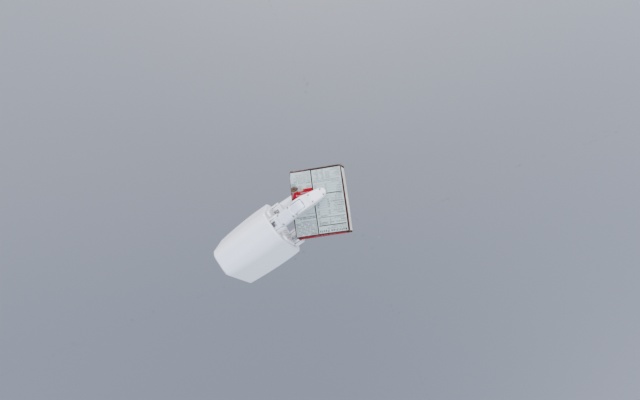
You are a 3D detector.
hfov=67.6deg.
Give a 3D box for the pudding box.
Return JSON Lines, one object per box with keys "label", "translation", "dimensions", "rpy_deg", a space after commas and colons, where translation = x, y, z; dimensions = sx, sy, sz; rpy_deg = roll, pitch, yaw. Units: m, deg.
{"label": "pudding box", "translation": [0.000, 0.003, 0.776], "dimensions": [0.090, 0.113, 0.039], "rpy_deg": [-8, -4, 8]}
